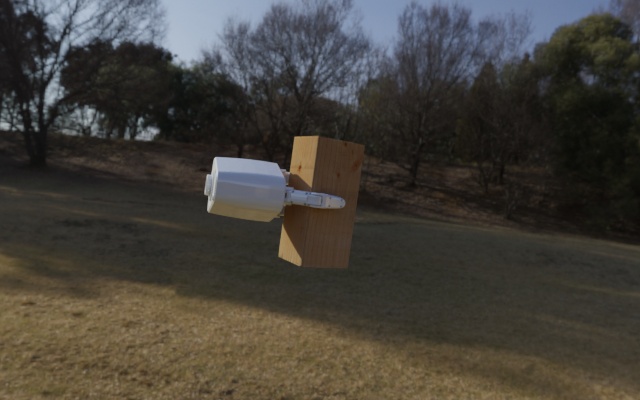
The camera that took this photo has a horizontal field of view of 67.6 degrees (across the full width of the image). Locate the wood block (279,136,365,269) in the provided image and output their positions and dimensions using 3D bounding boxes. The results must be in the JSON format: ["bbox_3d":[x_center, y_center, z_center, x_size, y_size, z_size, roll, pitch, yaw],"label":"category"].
[{"bbox_3d":[0.000,0.002,0.796,0.090,0.206,0.091,7,2,-31],"label":"wood block"}]
